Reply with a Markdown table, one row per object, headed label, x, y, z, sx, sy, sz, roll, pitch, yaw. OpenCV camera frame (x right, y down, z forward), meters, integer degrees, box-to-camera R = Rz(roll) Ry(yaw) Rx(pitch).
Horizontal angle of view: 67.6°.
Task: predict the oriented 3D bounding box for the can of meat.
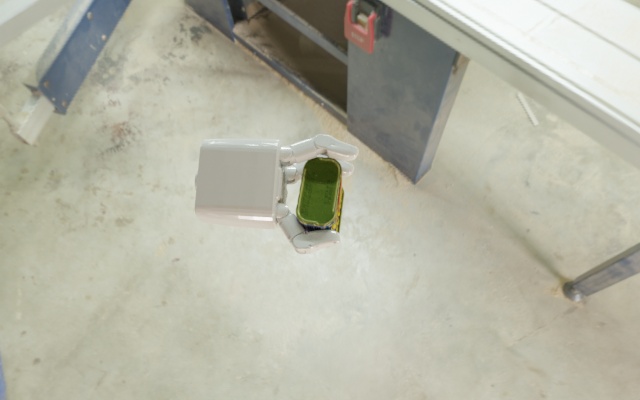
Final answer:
| label | x | y | z | sx | sy | sz | roll | pitch | yaw |
| --- | --- | --- | --- | --- | --- | --- | --- | --- | --- |
| can of meat | 0.000 | 0.002 | 0.648 | 0.057 | 0.102 | 0.084 | 6 | -23 | 6 |
